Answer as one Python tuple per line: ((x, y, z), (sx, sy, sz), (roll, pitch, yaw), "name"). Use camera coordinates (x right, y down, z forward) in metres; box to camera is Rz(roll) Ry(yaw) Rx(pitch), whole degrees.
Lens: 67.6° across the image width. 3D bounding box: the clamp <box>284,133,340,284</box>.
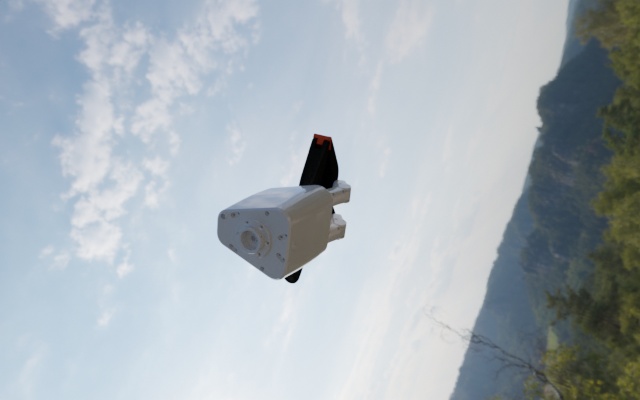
((-0.001, 0.002, 0.718), (0.036, 0.210, 0.164), (15, 20, 22), "clamp")
